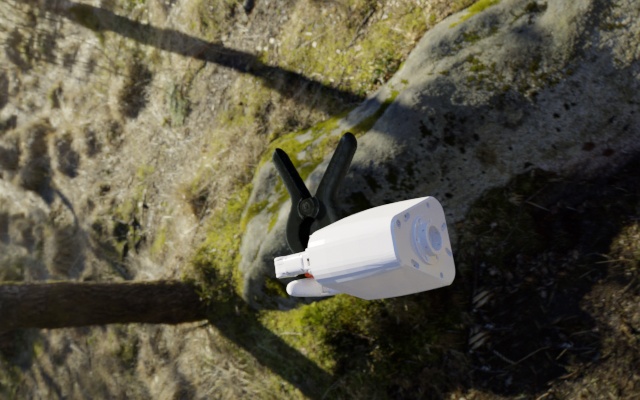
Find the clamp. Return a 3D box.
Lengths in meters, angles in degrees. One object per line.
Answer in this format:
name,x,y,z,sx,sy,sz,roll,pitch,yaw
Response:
clamp,0.000,0.002,0.565,0.120,0.171,0.039,-20,-15,38
